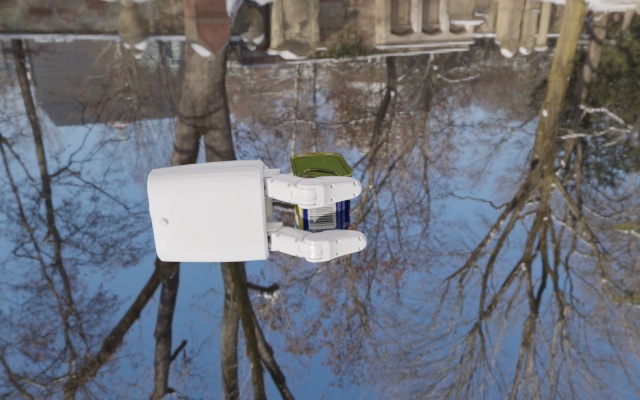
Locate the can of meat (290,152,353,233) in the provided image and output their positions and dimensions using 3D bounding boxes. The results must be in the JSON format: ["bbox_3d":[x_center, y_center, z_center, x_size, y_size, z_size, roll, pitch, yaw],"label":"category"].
[{"bbox_3d":[0.000,0.002,0.500,0.057,0.084,0.102,-4,19,-7],"label":"can of meat"}]
